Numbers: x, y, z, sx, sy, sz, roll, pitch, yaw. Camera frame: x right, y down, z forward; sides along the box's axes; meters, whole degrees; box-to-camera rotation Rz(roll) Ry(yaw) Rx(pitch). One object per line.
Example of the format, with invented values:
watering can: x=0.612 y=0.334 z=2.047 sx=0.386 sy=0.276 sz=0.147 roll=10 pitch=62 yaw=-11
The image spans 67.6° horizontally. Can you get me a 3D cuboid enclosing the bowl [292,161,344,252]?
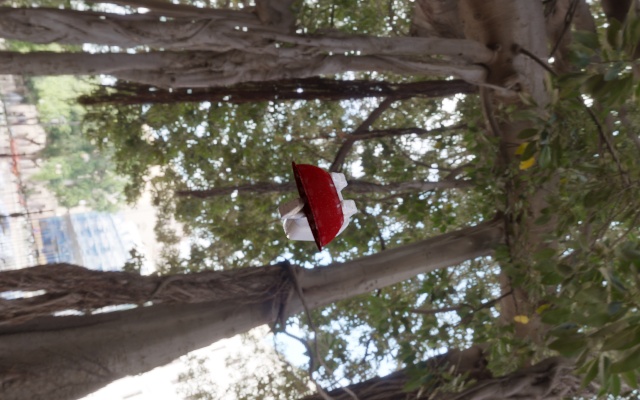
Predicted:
bowl: x=0.001 y=0.002 z=0.814 sx=0.055 sy=0.162 sz=0.162 roll=-17 pitch=2 yaw=-5
